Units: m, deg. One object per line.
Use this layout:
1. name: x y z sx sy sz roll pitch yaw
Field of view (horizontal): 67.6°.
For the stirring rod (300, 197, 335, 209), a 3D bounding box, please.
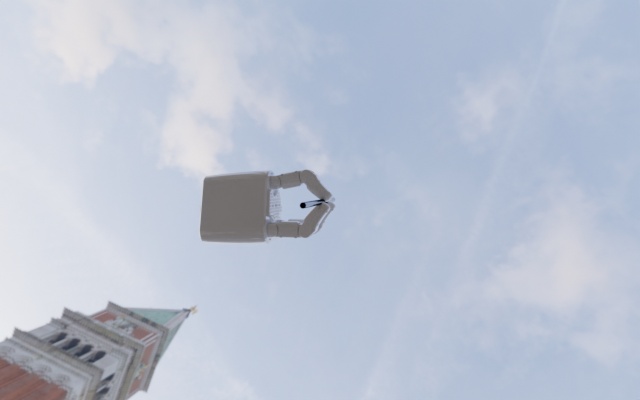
1. stirring rod: 0.000 0.002 0.696 0.011 0.011 0.239 0 2 10
